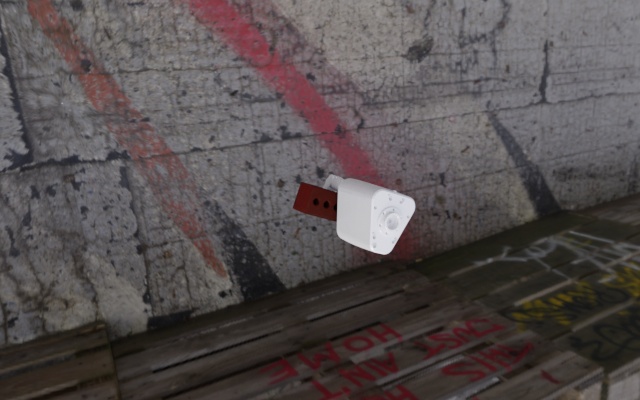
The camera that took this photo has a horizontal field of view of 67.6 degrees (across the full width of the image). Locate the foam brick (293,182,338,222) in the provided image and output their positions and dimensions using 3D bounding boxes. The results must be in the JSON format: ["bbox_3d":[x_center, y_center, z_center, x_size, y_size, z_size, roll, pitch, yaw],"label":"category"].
[{"bbox_3d":[0.000,0.003,0.866,0.078,0.053,0.051,15,3,-30],"label":"foam brick"}]
